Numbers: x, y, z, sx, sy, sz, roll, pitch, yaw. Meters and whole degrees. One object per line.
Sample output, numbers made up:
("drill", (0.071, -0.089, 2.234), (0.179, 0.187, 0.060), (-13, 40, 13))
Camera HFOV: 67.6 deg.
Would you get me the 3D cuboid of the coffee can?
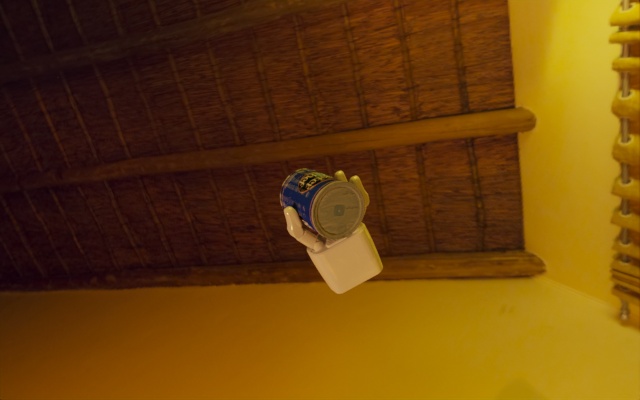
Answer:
("coffee can", (0.000, 0.003, 0.869), (0.103, 0.103, 0.140), (0, 13, -29))
